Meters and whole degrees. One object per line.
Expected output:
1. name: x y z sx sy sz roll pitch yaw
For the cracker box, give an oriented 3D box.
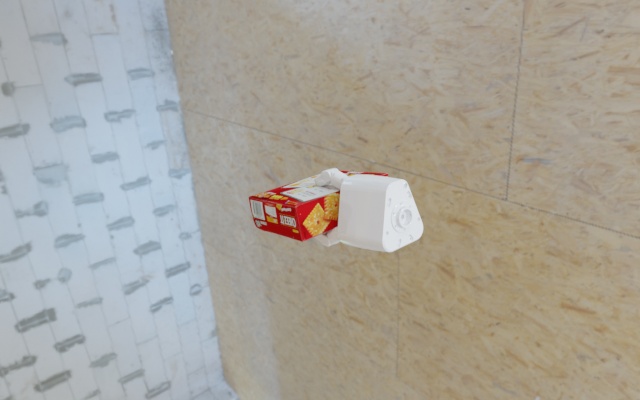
1. cracker box: 0.000 0.003 0.893 0.213 0.072 0.164 -19 17 -34
